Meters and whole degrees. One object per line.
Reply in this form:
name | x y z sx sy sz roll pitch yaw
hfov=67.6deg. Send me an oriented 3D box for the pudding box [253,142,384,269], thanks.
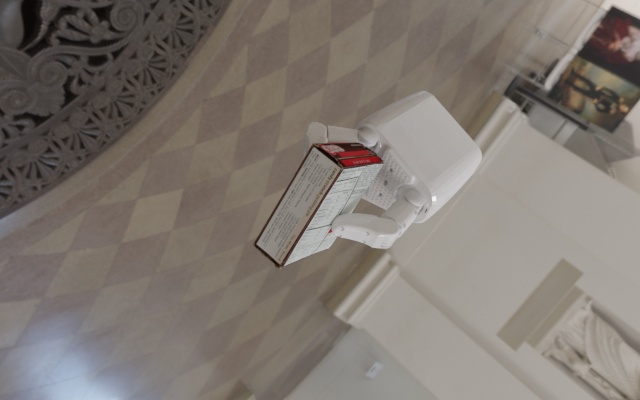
pudding box | 0.000 0.002 0.432 0.039 0.113 0.090 39 23 20
